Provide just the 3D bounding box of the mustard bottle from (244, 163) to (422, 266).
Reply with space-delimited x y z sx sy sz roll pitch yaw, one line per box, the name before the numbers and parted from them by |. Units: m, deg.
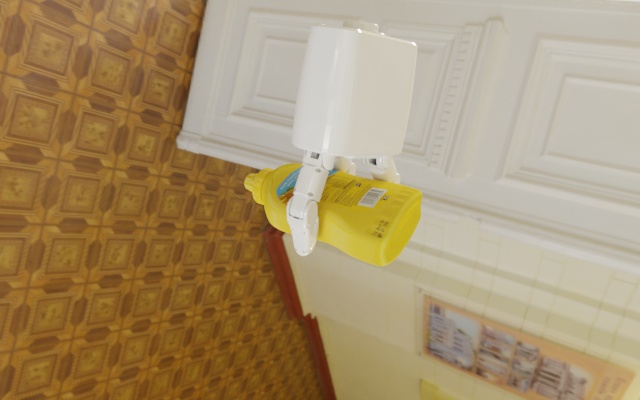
mustard bottle | 0.000 0.002 0.496 0.191 0.058 0.096 17 41 27
